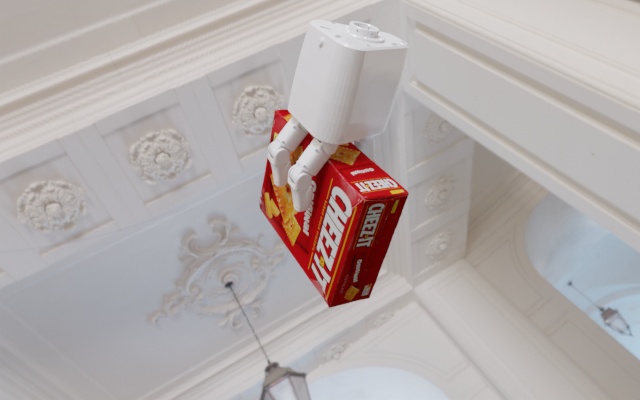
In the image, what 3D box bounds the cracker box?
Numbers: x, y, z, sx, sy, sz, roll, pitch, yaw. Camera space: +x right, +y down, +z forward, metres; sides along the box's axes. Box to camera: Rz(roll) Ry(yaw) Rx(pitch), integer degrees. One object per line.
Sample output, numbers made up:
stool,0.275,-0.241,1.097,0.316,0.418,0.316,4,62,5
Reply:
cracker box,0.000,0.002,0.612,0.072,0.164,0.213,-8,39,-31
